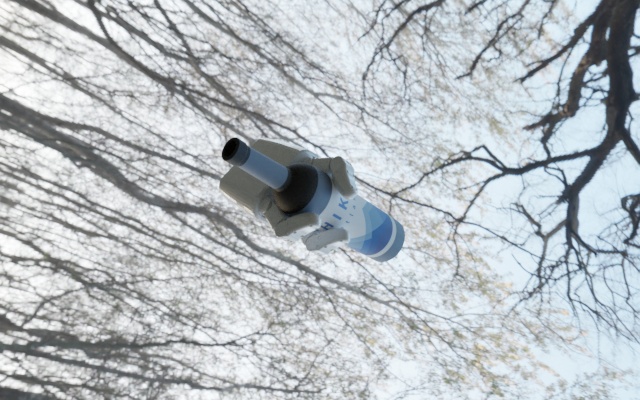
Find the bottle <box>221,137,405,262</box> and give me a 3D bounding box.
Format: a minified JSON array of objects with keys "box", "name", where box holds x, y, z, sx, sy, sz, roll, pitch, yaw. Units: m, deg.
[{"box":[0.000,0.002,0.591,0.069,0.069,0.296,0,-22,43],"name":"bottle"}]
